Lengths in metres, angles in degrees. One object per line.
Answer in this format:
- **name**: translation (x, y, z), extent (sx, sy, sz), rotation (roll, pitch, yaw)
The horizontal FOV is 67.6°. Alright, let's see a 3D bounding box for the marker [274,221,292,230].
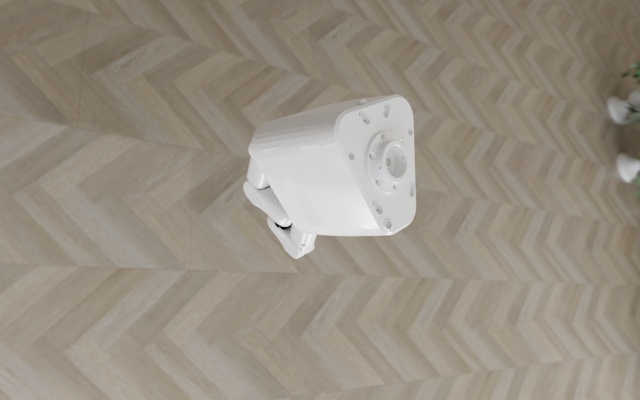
- **marker**: translation (0.000, 0.002, 0.507), extent (0.121, 0.020, 0.020), rotation (-26, 17, -38)
